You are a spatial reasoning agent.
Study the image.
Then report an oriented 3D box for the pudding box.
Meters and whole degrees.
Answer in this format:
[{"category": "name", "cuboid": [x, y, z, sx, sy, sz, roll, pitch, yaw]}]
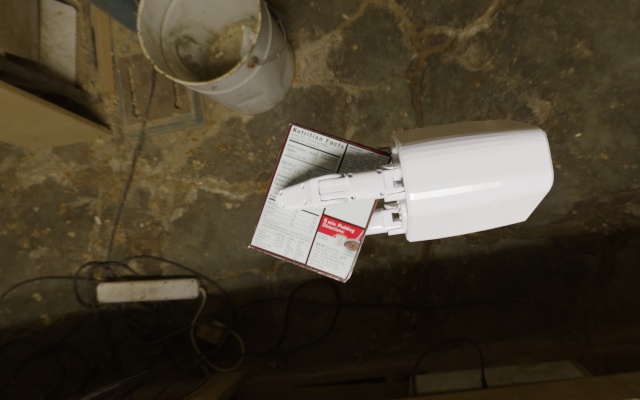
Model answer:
[{"category": "pudding box", "cuboid": [0.000, 0.001, 0.403, 0.090, 0.113, 0.039, 20, -1, 6]}]
